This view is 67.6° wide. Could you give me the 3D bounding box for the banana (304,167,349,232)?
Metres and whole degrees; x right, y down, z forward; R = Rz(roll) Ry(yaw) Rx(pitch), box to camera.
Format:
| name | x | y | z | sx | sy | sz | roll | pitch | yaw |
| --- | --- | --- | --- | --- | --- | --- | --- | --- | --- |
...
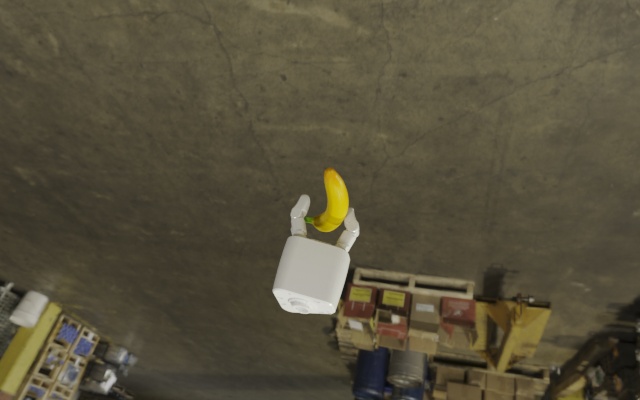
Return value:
| name | x | y | z | sx | sy | sz | roll | pitch | yaw |
| --- | --- | --- | --- | --- | --- | --- | --- | --- | --- |
| banana | 0.017 | 0.011 | 0.870 | 0.069 | 0.037 | 0.198 | 21 | -33 | -3 |
